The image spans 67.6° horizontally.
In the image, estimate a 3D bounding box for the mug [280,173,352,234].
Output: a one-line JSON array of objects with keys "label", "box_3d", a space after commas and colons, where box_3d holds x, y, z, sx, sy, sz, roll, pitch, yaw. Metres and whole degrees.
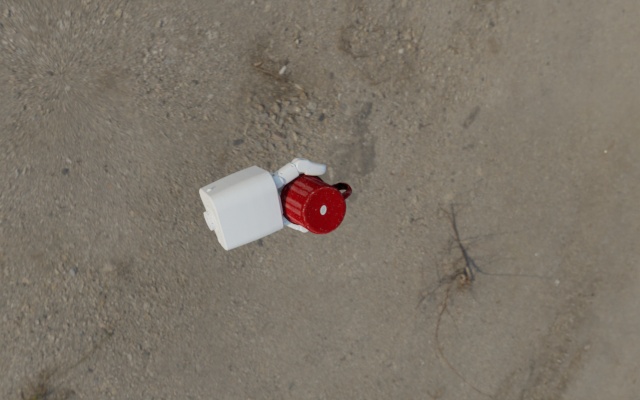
[{"label": "mug", "box_3d": [0.001, 0.002, 0.793, 0.117, 0.093, 0.081, -25, 23, -19]}]
